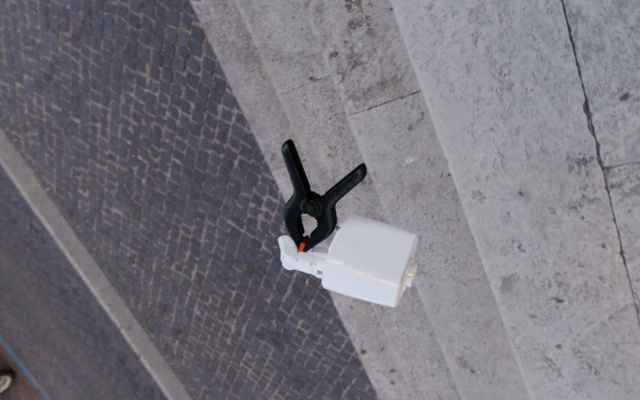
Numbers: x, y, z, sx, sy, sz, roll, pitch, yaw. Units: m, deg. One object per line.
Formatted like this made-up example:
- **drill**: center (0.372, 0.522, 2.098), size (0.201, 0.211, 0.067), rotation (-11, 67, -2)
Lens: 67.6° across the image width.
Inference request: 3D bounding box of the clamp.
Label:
- **clamp**: center (0.000, 0.003, 0.676), size (0.120, 0.172, 0.039), rotation (14, 32, 18)
